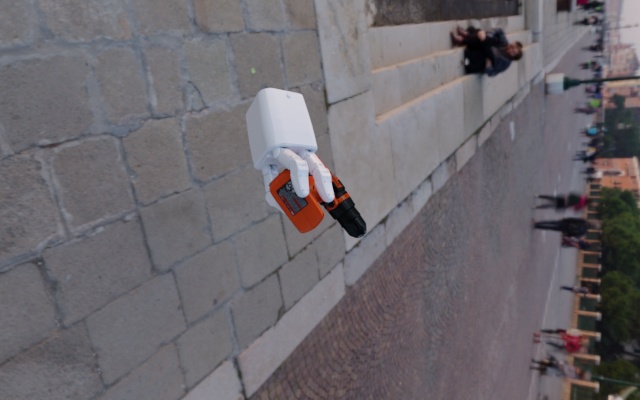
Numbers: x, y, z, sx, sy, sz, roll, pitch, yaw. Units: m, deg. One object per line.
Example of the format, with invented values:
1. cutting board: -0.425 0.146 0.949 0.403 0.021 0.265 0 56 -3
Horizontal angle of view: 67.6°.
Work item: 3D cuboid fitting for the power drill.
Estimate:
1. power drill: 0.000 0.003 0.840 0.057 0.184 0.187 -41 -7 20
